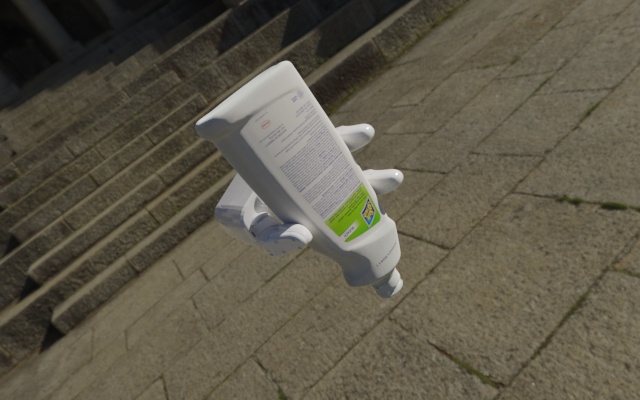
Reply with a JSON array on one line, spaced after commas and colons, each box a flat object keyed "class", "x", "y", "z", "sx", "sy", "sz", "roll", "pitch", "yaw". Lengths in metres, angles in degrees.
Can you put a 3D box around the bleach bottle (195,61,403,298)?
[{"class": "bleach bottle", "x": 0.000, "y": 0.001, "z": 0.455, "sx": 0.102, "sy": 0.251, "sz": 0.068, "roll": -44, "pitch": 22, "yaw": -21}]
